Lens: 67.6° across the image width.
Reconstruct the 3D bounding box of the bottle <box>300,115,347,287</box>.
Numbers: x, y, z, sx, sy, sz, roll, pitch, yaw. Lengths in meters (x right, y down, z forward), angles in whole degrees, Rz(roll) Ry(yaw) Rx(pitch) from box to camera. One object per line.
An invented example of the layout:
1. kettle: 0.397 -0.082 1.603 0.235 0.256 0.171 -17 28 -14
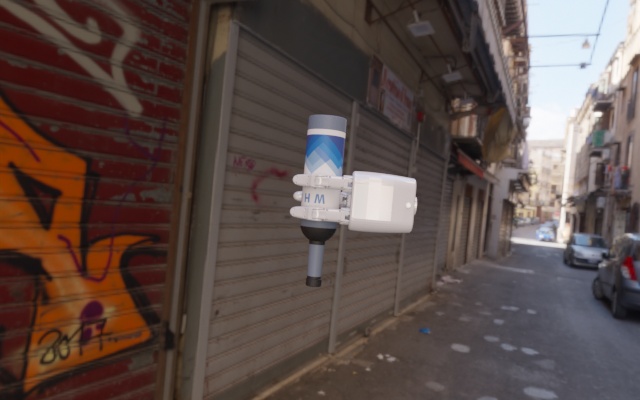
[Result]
1. bottle: 0.000 0.002 0.836 0.069 0.295 0.069 5 0 0
